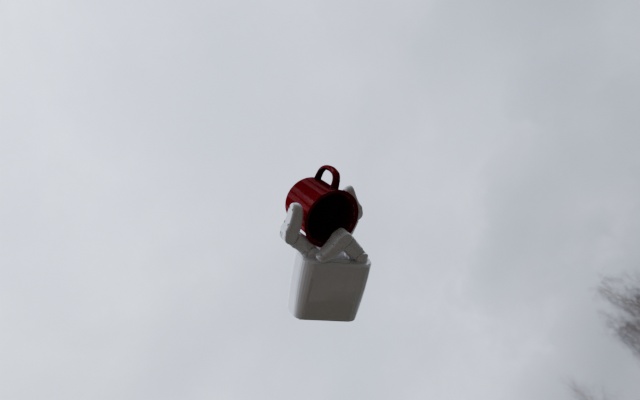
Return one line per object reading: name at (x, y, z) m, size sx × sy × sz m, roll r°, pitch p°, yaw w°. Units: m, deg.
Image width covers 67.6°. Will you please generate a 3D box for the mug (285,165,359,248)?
mug at (0.000, 0.001, 0.727) m, size 0.093 × 0.117 × 0.081 m, roll 1°, pitch 21°, yaw -33°
